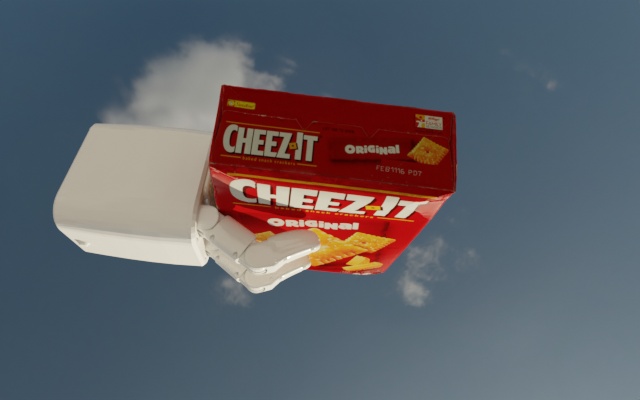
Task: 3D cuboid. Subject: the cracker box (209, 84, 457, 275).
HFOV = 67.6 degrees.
[{"bbox_3d":[0.000,0.001,0.409,0.164,0.072,0.214,6,-23,-4],"label":"cracker box"}]
